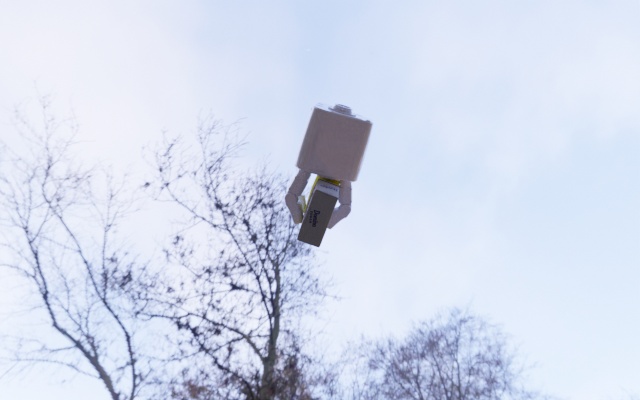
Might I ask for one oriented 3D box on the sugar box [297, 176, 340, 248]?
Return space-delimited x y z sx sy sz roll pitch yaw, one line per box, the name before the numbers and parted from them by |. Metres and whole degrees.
sugar box | 0.000 0.002 0.827 0.048 0.093 0.176 20 18 0
